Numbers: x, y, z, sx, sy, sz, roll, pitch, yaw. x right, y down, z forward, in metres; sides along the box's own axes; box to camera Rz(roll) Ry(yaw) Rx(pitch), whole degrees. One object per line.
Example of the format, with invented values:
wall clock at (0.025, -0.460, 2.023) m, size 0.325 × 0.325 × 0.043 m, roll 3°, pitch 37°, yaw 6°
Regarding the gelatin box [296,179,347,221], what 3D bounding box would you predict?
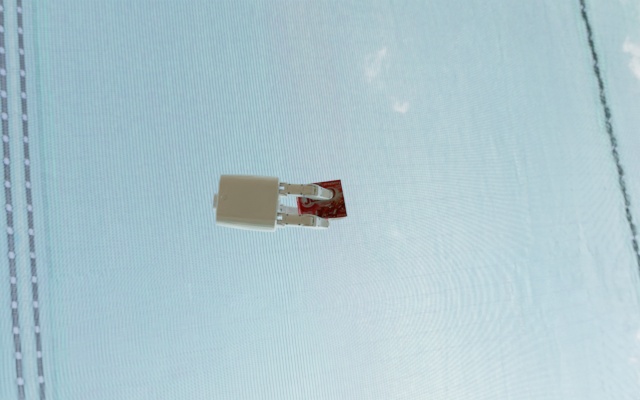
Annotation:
gelatin box at (0.000, 0.003, 0.892) m, size 0.089 × 0.073 × 0.030 m, roll -7°, pitch -11°, yaw -13°
